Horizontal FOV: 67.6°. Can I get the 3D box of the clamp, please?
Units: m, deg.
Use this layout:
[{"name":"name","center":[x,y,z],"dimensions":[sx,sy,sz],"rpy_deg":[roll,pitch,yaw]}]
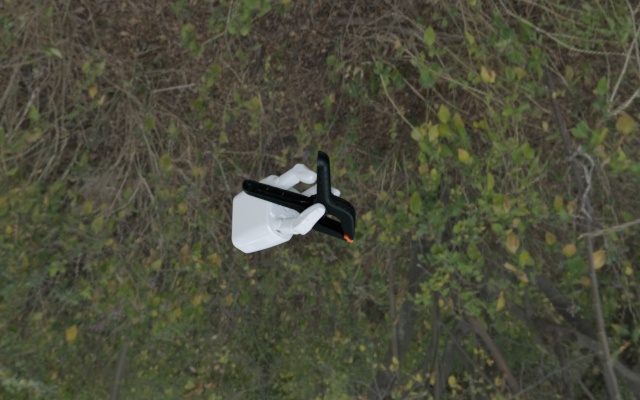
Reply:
[{"name":"clamp","center":[0.000,0.004,0.772],"dimensions":[0.164,0.036,0.210],"rpy_deg":[-23,-47,39]}]
